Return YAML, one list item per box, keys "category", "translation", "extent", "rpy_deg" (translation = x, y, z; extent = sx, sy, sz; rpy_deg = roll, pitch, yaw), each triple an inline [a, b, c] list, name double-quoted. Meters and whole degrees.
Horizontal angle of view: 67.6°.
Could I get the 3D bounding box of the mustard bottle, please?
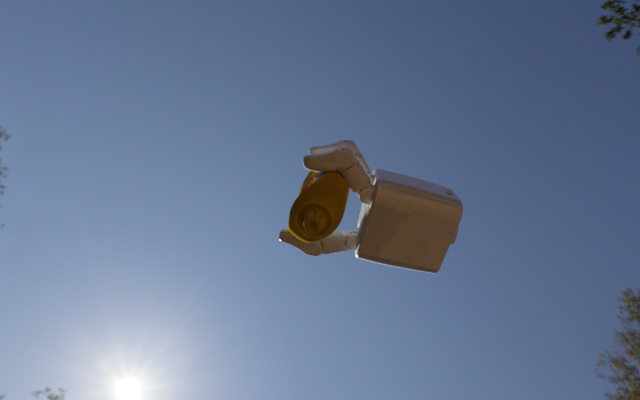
- category: "mustard bottle"
  translation: [0.000, 0.002, 0.594]
  extent: [0.058, 0.096, 0.191]
  rpy_deg: [37, 16, -6]
